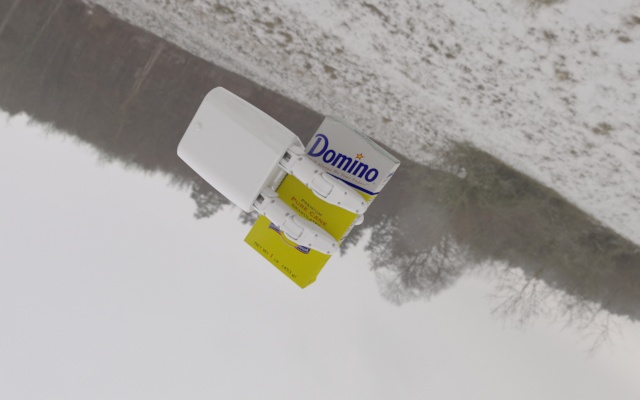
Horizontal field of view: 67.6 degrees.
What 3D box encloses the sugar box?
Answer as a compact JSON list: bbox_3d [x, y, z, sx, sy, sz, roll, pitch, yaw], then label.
[{"bbox_3d":[0.000,0.002,0.536,0.093,0.176,0.048,37,16,11],"label":"sugar box"}]
